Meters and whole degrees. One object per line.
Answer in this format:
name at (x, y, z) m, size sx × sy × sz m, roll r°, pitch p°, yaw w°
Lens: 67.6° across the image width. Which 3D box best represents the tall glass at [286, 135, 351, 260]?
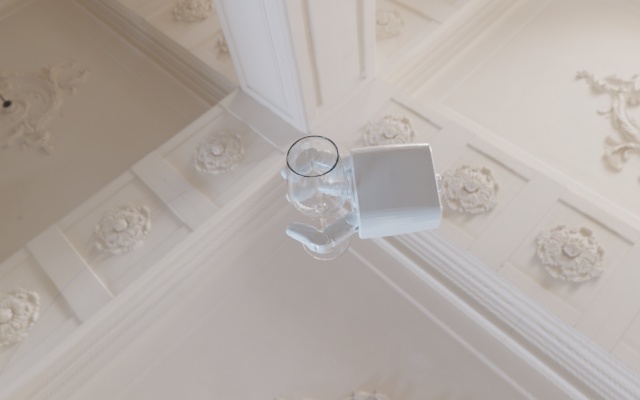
tall glass at (0.000, 0.003, 0.632) m, size 0.079 × 0.079 × 0.201 m, roll 0°, pitch -33°, yaw 7°
